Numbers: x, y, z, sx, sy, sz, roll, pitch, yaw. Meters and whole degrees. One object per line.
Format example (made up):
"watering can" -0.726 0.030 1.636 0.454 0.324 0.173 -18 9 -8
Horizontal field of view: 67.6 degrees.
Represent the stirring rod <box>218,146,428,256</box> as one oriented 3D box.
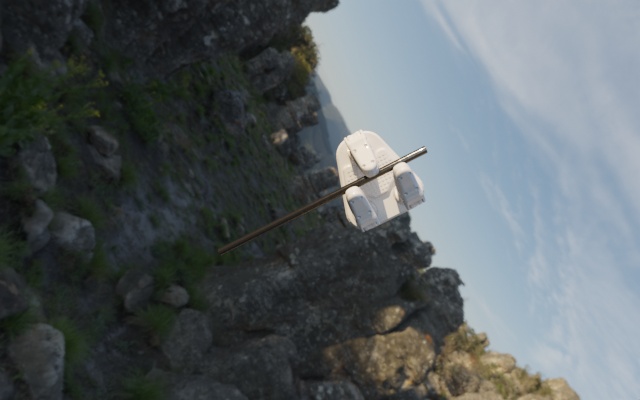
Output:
"stirring rod" 0.000 0.002 0.497 0.239 0.011 0.011 -27 -3 6
